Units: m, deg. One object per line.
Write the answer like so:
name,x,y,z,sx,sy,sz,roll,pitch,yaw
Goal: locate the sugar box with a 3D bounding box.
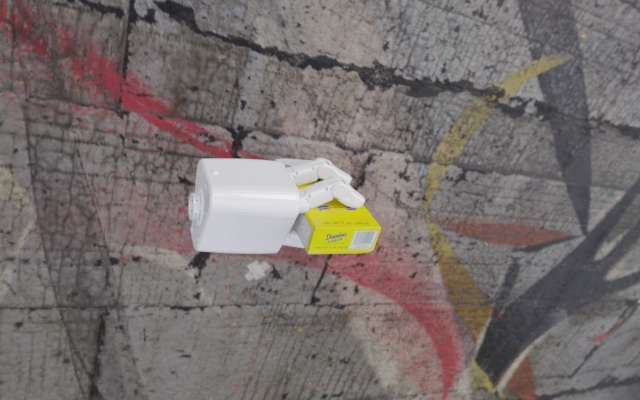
sugar box,0.000,0.002,0.640,0.093,0.048,0.176,2,33,-26
